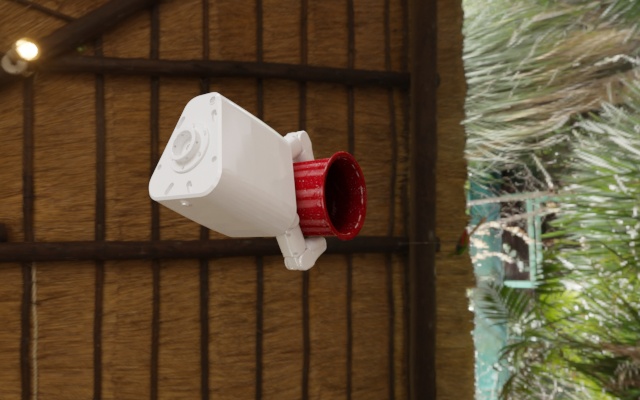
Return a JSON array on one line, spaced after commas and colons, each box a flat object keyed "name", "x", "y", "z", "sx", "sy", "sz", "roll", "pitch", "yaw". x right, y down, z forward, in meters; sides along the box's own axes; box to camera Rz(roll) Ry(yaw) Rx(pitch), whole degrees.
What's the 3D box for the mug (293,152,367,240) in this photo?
[{"name": "mug", "x": 0.001, "y": 0.002, "z": 0.531, "sx": 0.081, "sy": 0.093, "sz": 0.117, "roll": -3, "pitch": -23, "yaw": 33}]
